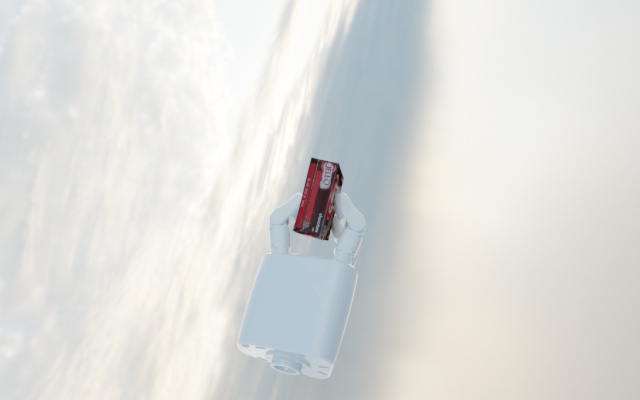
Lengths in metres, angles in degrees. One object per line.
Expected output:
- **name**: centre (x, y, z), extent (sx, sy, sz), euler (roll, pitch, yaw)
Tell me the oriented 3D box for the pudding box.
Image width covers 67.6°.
- **pudding box**: centre (0.000, 0.002, 0.593), extent (0.039, 0.090, 0.113), euler (15, -4, 5)
